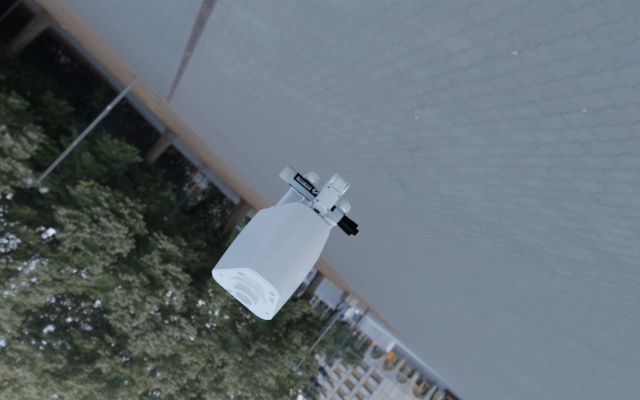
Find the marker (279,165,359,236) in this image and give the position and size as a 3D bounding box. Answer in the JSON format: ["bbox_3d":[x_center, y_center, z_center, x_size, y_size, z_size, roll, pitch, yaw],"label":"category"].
[{"bbox_3d":[0.000,0.002,0.594,0.121,0.020,0.020,41,-5,-5],"label":"marker"}]
